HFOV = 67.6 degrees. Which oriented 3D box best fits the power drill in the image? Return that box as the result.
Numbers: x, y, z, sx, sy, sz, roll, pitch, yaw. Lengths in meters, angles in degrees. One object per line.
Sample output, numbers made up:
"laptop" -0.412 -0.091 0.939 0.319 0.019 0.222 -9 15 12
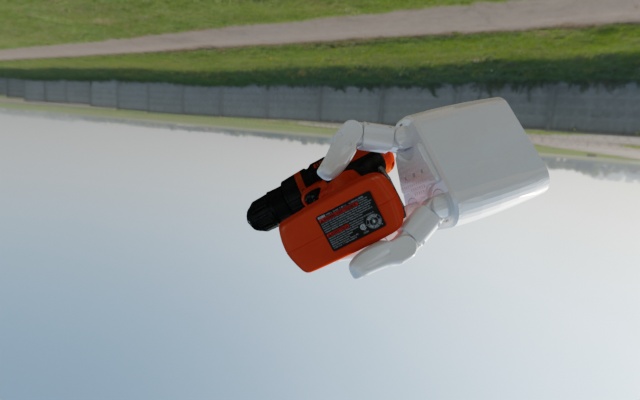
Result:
"power drill" 0.000 0.002 0.483 0.184 0.057 0.187 -29 17 6
